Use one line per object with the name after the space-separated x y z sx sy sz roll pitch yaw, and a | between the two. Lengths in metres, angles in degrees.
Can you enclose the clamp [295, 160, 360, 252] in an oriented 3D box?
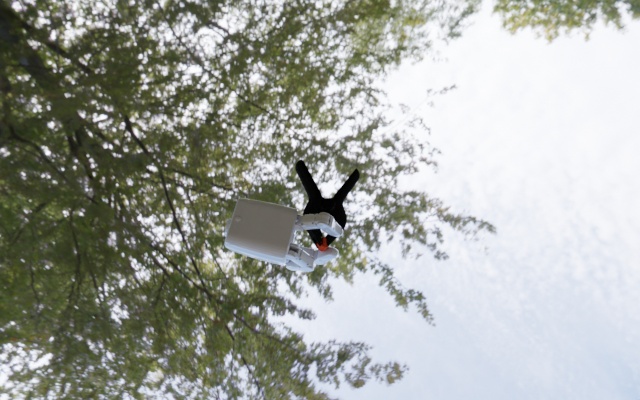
0.000 0.003 0.857 0.120 0.171 0.039 14 -27 -1 | clamp
